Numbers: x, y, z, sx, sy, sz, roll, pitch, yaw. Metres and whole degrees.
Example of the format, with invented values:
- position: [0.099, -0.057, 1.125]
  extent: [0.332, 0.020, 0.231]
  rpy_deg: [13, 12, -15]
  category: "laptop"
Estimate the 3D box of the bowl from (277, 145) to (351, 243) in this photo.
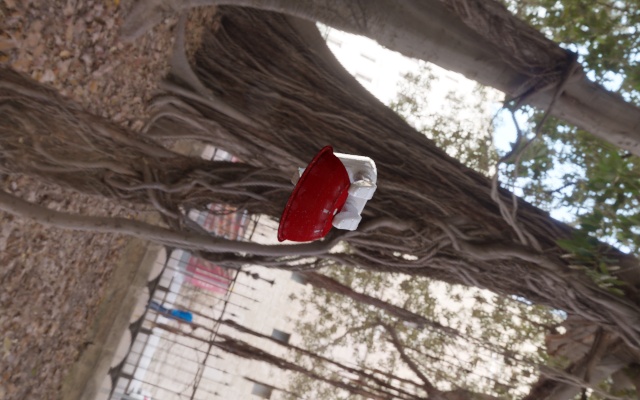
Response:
- position: [0.000, 0.003, 0.701]
  extent: [0.055, 0.162, 0.162]
  rpy_deg: [28, 5, 10]
  category: "bowl"
